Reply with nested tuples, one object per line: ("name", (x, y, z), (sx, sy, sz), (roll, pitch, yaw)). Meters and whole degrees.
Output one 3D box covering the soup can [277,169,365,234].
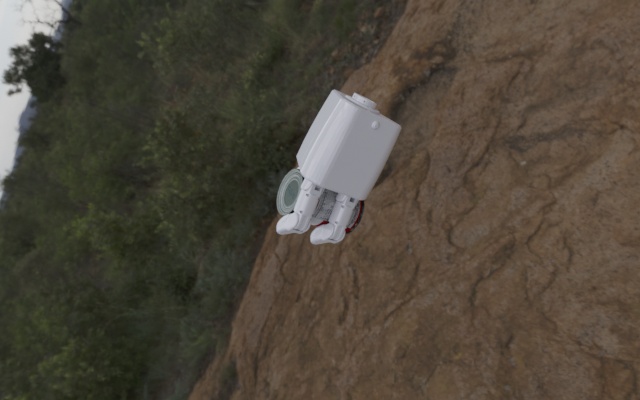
("soup can", (0.000, 0.002, 0.654), (0.102, 0.068, 0.068), (18, -10, -31))
